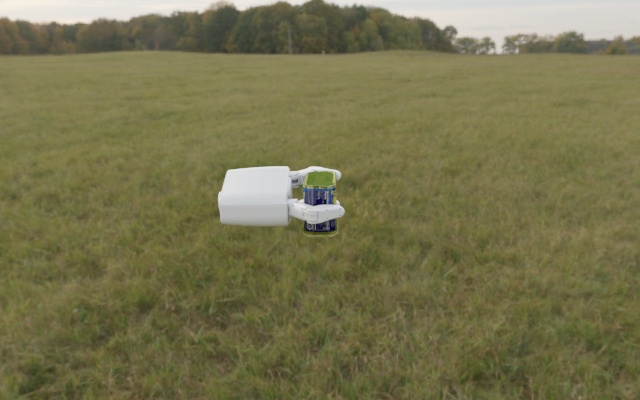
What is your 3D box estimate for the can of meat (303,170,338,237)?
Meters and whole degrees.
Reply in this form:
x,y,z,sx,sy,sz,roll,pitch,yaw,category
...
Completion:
x,y,z,sx,sy,sz,roll,pitch,yaw,category
0.000,0.002,0.782,0.057,0.084,0.102,0,18,2,can of meat
